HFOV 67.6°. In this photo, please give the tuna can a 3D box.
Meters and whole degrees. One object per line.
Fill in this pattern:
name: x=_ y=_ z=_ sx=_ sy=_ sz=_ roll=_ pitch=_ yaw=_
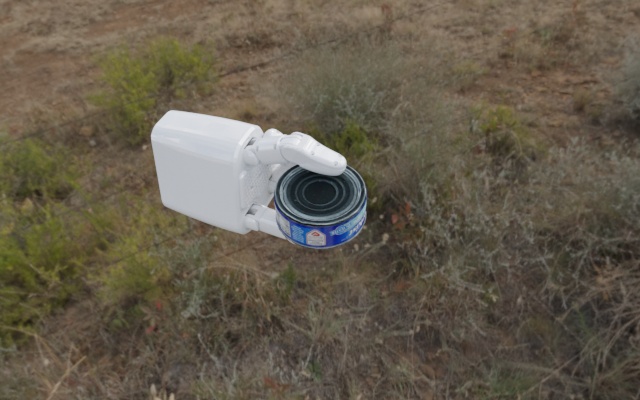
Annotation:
tuna can: x=0.000 y=0.001 z=0.440 sx=0.086 sy=0.086 sz=0.034 roll=0 pitch=-43 yaw=2
